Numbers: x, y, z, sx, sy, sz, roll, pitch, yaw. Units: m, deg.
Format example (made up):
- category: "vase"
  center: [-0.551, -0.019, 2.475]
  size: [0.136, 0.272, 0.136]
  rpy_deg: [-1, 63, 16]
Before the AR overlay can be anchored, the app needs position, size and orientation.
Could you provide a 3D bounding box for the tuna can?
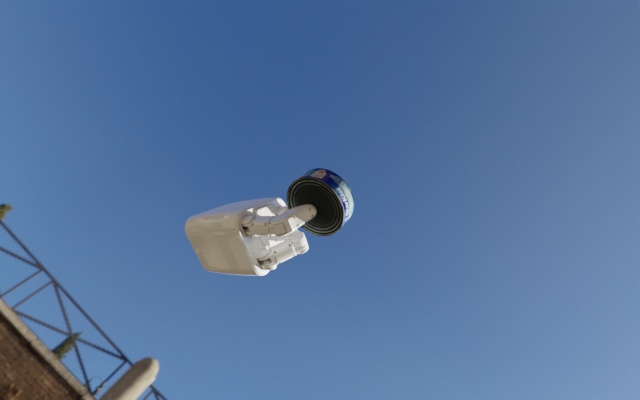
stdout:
- category: "tuna can"
  center: [0.000, 0.002, 0.623]
  size: [0.086, 0.086, 0.033]
  rpy_deg: [0, 27, 34]
